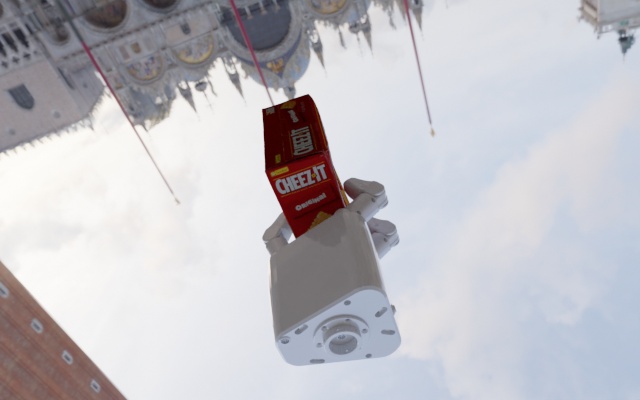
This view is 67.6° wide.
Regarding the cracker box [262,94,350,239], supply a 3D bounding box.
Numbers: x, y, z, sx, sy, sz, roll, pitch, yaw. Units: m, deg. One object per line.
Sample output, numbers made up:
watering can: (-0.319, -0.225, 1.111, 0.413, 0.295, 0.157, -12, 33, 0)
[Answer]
cracker box: (0.000, 0.002, 0.575, 0.072, 0.214, 0.164, -19, 33, 3)
